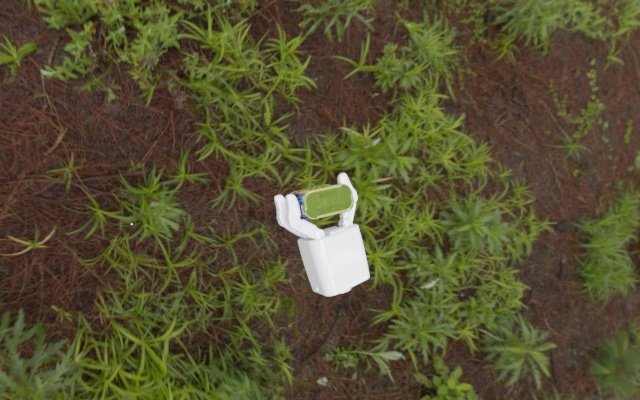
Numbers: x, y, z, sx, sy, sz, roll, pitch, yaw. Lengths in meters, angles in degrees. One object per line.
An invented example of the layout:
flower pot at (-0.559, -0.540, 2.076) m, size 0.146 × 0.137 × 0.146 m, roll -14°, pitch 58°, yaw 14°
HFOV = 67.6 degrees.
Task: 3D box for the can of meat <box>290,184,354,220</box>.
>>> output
can of meat at (0.000, 0.003, 0.874) m, size 0.102 × 0.057 × 0.084 m, roll -13°, pitch 3°, yaw -22°
